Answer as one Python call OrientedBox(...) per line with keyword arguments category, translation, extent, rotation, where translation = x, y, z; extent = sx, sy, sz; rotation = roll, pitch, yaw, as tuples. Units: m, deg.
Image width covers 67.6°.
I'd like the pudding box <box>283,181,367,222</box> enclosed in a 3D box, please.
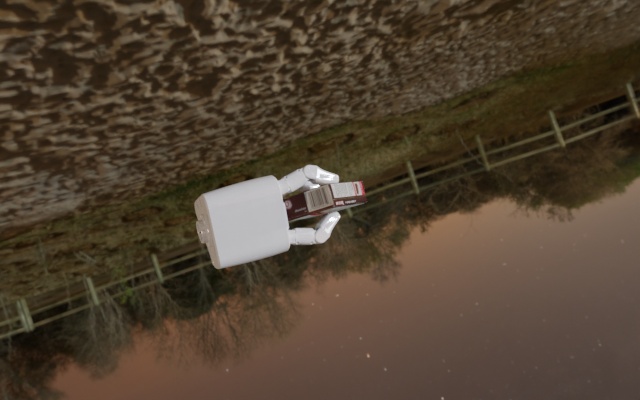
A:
OrientedBox(category="pudding box", translation=(0.000, 0.003, 0.729), extent=(0.113, 0.039, 0.090), rotation=(-16, -4, 38))
